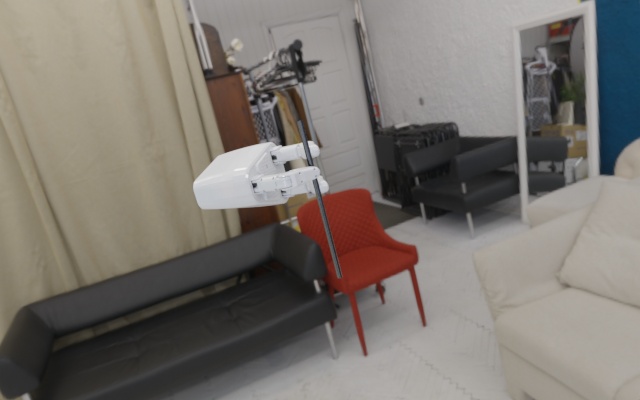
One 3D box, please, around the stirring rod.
[{"bbox_3d":[0.000,0.002,0.693,0.011,0.239,0.011,-14,13,3],"label":"stirring rod"}]
